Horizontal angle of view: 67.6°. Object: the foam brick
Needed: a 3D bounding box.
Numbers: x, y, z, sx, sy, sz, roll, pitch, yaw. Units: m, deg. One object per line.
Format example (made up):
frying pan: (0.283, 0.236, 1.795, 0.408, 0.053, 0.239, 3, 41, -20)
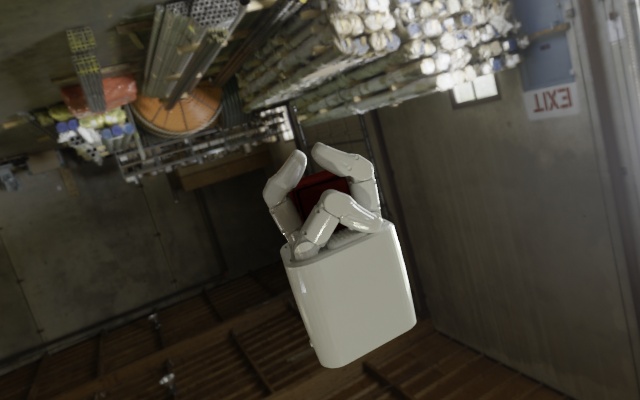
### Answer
foam brick: (0.000, 0.001, 0.491, 0.053, 0.051, 0.078, -19, 10, -6)
